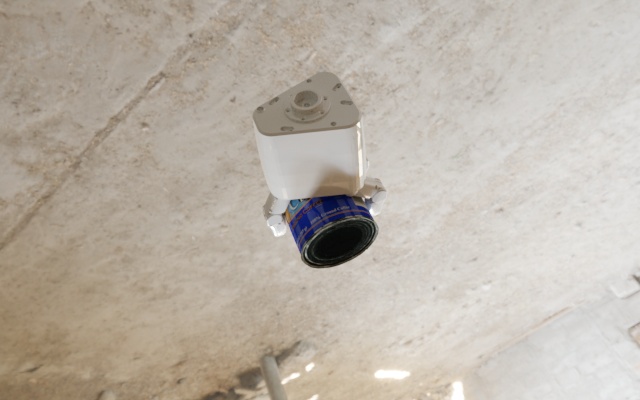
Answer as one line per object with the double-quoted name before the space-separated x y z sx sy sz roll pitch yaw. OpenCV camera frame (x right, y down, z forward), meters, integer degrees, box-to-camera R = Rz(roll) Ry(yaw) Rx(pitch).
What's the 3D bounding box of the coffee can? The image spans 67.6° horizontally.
"coffee can" 0.000 0.002 0.622 0.103 0.140 0.103 -17 -36 -12
